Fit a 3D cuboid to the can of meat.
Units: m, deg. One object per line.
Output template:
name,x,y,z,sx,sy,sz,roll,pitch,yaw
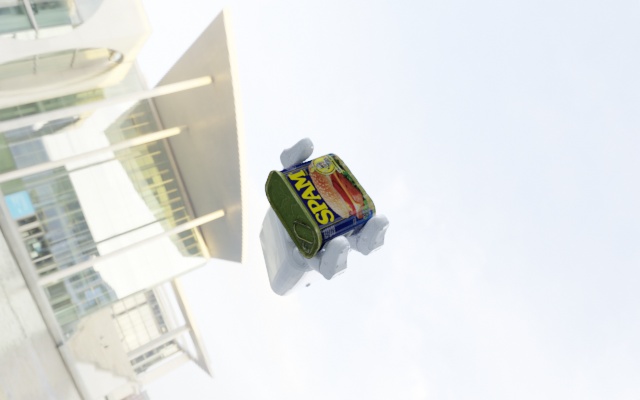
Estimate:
can of meat,0.000,0.002,0.534,0.084,0.102,0.057,-23,-22,-30
